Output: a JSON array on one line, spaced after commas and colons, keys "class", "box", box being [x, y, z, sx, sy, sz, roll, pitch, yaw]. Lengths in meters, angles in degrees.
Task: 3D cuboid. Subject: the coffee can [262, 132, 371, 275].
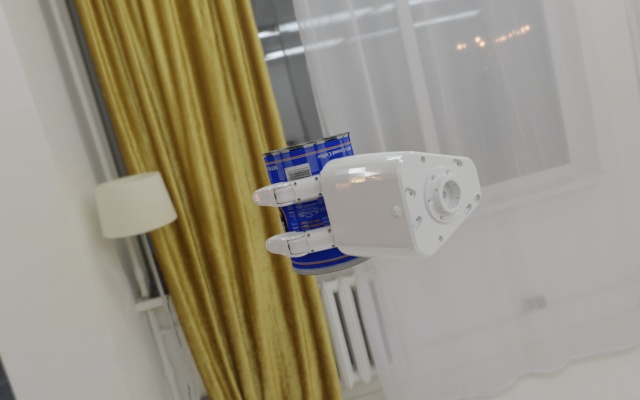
[{"class": "coffee can", "box": [0.000, 0.002, 0.550, 0.103, 0.140, 0.103, -14, 8, 2]}]
